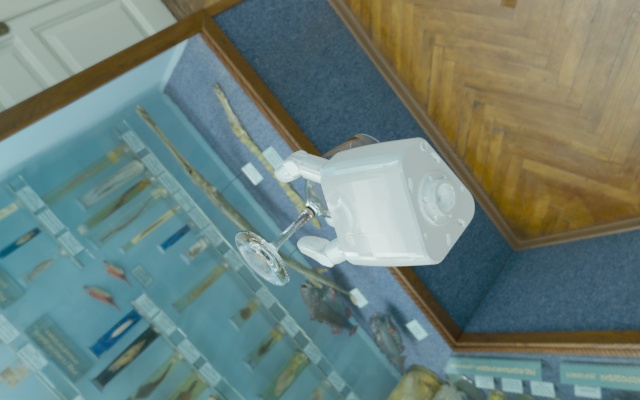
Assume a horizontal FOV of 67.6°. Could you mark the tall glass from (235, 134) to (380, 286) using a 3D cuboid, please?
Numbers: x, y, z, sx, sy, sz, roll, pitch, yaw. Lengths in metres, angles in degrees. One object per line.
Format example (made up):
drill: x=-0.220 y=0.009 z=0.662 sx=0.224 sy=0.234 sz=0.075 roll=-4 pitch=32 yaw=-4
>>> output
tall glass: x=0.000 y=0.002 z=0.542 sx=0.079 sy=0.079 sz=0.201 roll=0 pitch=36 yaw=49
